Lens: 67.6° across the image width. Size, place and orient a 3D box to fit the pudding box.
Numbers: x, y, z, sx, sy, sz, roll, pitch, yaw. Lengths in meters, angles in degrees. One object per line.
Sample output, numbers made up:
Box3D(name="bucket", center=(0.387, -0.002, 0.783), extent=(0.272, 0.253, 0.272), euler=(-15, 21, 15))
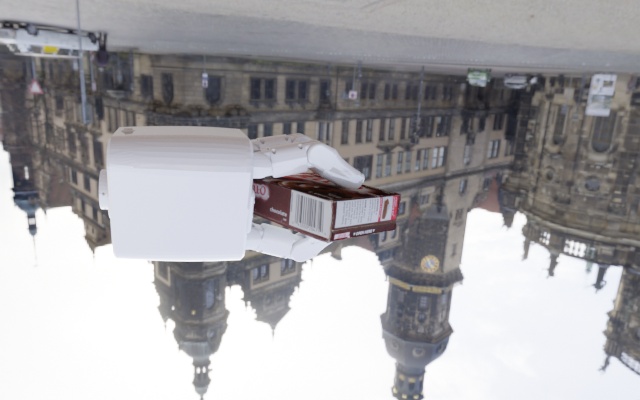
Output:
Box3D(name="pudding box", center=(0.000, 0.002, 0.430), extent=(0.090, 0.039, 0.113), euler=(-7, 19, -45))
